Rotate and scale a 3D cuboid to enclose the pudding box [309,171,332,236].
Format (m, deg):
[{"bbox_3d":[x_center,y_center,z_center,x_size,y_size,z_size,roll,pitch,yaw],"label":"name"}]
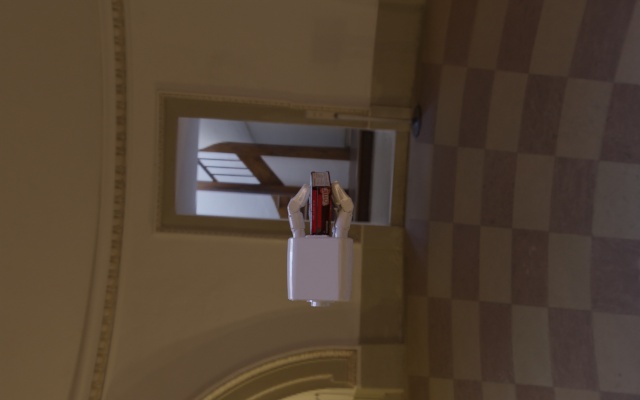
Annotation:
[{"bbox_3d":[0.000,0.003,0.855,0.039,0.090,0.113,1,17,-4],"label":"pudding box"}]
